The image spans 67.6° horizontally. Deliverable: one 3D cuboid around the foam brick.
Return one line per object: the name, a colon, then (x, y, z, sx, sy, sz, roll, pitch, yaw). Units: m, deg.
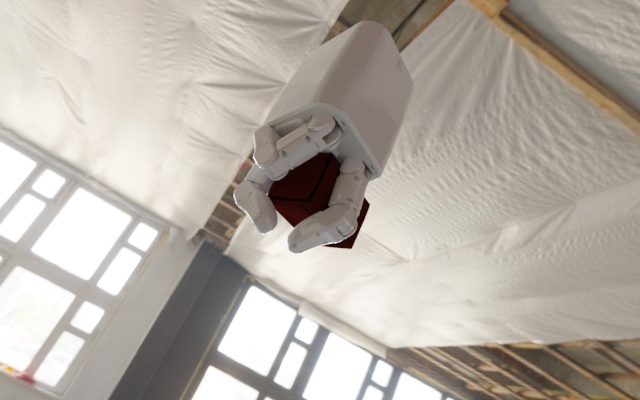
foam brick: (0.000, 0.002, 0.430, 0.053, 0.051, 0.078, 4, -33, 38)
